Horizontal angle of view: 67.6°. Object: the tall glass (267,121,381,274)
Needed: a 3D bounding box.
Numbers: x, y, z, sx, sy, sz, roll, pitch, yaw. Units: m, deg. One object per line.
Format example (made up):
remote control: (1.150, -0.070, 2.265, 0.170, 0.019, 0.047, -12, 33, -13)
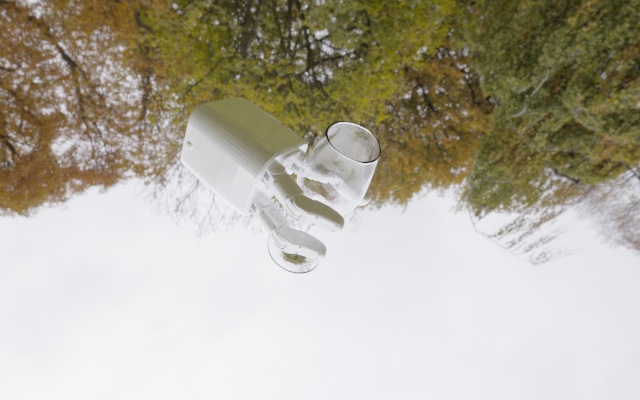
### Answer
tall glass: (0.000, 0.002, 0.559, 0.079, 0.079, 0.201, 0, -39, -27)
